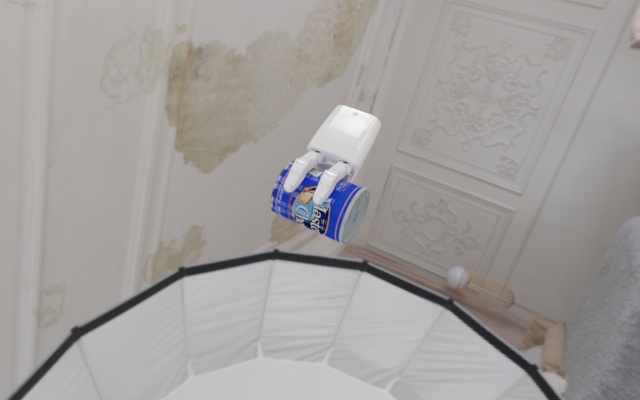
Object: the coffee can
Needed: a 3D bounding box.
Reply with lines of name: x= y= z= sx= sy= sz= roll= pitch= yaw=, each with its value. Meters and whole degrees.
coffee can: x=0.000 y=0.003 z=0.823 sx=0.140 sy=0.103 sz=0.103 roll=23 pitch=8 yaw=19
